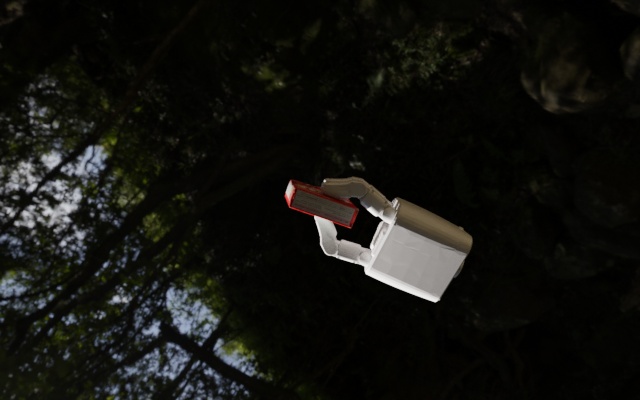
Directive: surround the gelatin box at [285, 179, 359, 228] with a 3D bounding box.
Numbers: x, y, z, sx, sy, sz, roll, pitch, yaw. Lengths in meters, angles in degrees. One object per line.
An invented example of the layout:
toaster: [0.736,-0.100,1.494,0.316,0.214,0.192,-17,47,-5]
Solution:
gelatin box: [0.000,0.002,0.641,0.089,0.030,0.073,18,8,-11]
